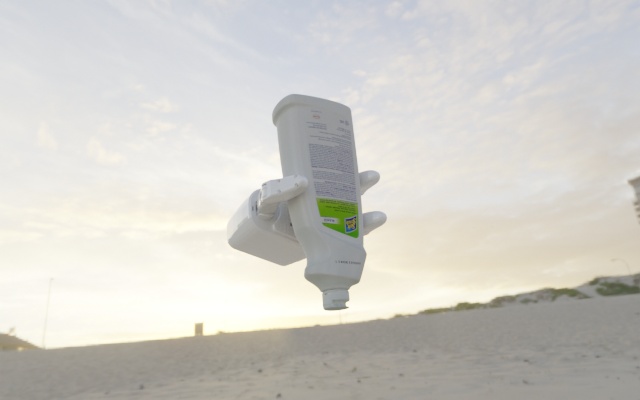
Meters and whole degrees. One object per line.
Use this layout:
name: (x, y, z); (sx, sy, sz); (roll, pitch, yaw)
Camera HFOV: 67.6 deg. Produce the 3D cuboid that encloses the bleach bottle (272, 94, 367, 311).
bleach bottle: (0.000, 0.002, 0.565); (0.102, 0.250, 0.068); (6, -23, -26)
